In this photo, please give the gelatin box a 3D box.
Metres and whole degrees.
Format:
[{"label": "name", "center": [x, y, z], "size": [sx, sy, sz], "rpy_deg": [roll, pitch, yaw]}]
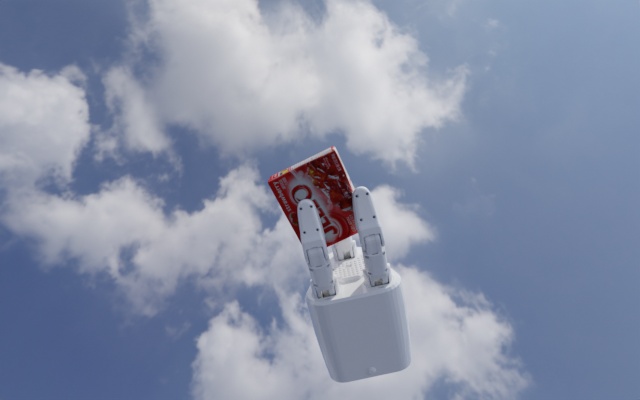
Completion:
[{"label": "gelatin box", "center": [0.000, 0.001, 0.479], "size": [0.073, 0.089, 0.030], "rpy_deg": [-25, 15, 6]}]
